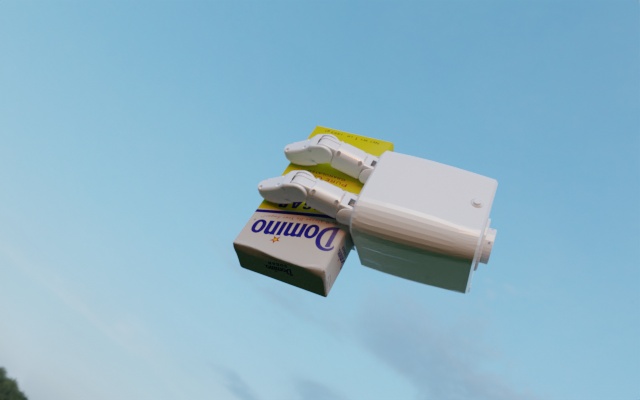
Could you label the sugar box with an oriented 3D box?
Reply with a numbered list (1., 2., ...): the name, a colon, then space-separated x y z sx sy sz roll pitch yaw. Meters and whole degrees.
1. sugar box: 0.000 0.001 0.471 0.093 0.048 0.176 15 49 20
